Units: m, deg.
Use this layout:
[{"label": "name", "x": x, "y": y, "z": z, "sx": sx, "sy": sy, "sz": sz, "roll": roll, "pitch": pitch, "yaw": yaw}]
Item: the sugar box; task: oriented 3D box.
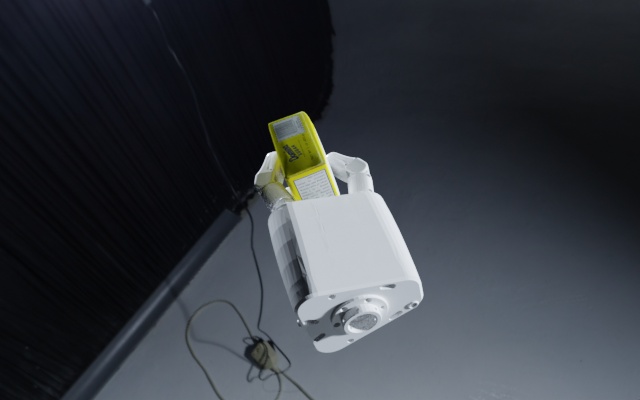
[{"label": "sugar box", "x": 0.000, "y": 0.002, "z": 0.511, "sx": 0.048, "sy": 0.176, "sz": 0.093, "roll": -20, "pitch": 44, "yaw": 0}]
